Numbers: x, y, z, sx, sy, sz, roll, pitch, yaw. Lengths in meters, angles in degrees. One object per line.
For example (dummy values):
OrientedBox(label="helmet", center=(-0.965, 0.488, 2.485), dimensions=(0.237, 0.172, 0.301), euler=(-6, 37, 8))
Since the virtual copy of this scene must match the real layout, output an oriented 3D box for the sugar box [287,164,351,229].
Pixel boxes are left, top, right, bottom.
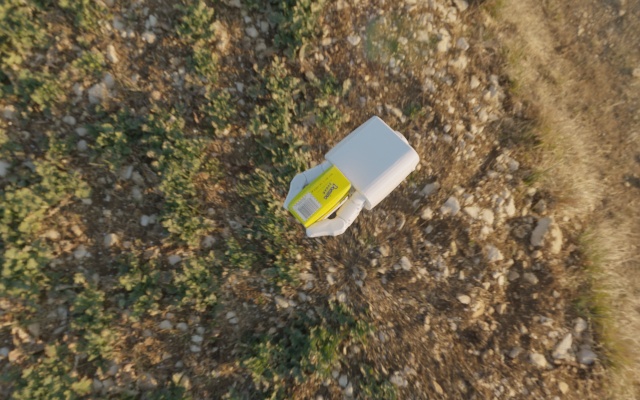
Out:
OrientedBox(label="sugar box", center=(0.001, 0.003, 0.765), dimensions=(0.093, 0.048, 0.176), euler=(-41, -8, -3))
